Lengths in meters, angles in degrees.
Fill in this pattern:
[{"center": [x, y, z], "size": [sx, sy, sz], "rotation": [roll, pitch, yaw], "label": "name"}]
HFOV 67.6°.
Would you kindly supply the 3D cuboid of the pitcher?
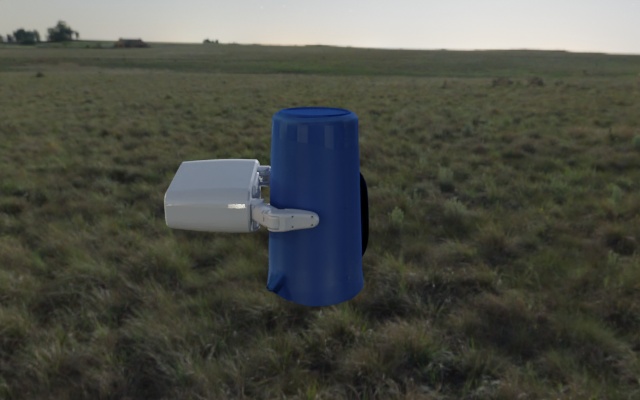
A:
[{"center": [0.000, 0.002, 0.635], "size": [0.145, 0.243, 0.149], "rotation": [0, 17, 0], "label": "pitcher"}]
